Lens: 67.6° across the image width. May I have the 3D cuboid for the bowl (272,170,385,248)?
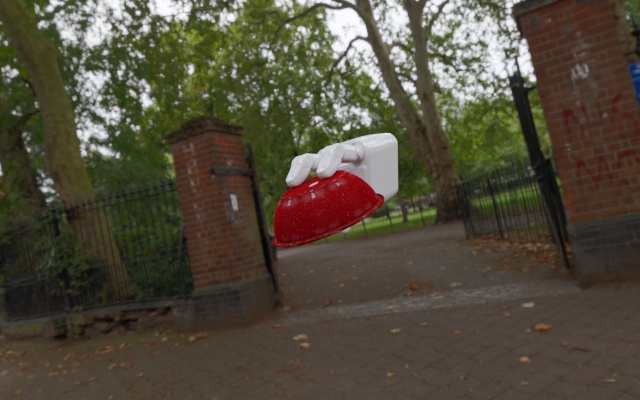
[{"bbox_3d":[0.000,0.002,0.632,0.162,0.055,0.162,-22,12,5],"label":"bowl"}]
